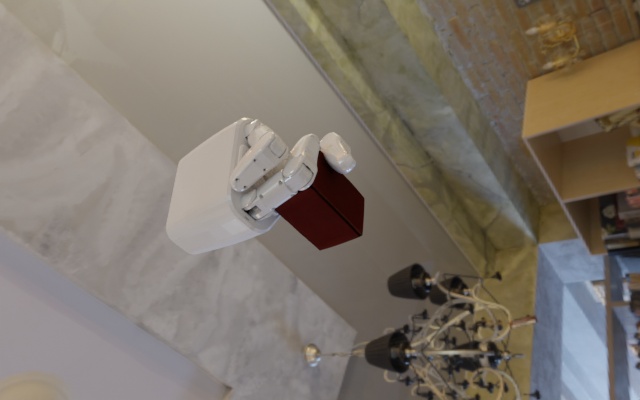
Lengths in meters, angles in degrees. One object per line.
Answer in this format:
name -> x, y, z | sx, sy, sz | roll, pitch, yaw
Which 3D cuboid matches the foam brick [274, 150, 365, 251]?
foam brick -> 0.000, 0.002, 0.465 | 0.051, 0.053, 0.078 | -26, -56, 31
